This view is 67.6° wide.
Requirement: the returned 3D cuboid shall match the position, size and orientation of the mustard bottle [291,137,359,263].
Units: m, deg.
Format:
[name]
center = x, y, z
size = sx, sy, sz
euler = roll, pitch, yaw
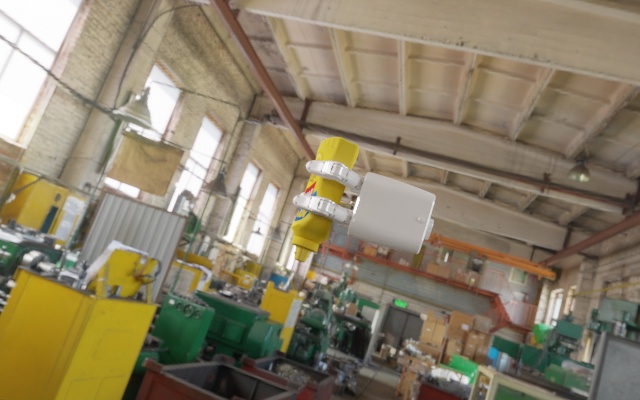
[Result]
[mustard bottle]
center = 0.000, 0.002, 0.734
size = 0.058, 0.191, 0.096
euler = 22, -11, -16
